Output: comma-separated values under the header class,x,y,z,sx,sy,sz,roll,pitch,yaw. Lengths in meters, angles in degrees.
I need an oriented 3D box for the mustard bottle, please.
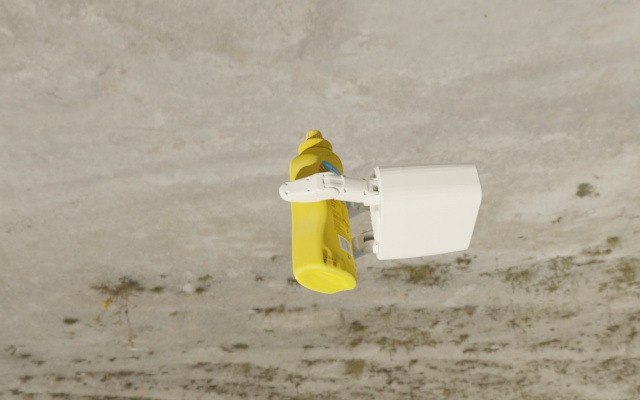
class,x,y,z,sx,sy,sz,roll,pitch,yaw
mustard bottle,0.000,0.002,0.544,0.058,0.191,0.096,-16,-30,22
